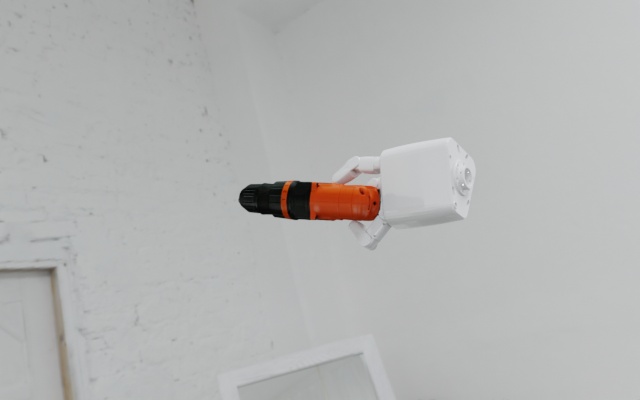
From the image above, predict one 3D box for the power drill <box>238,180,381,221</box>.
[{"bbox_3d":[0.001,0.002,0.691,0.184,0.057,0.187,4,2,22],"label":"power drill"}]
